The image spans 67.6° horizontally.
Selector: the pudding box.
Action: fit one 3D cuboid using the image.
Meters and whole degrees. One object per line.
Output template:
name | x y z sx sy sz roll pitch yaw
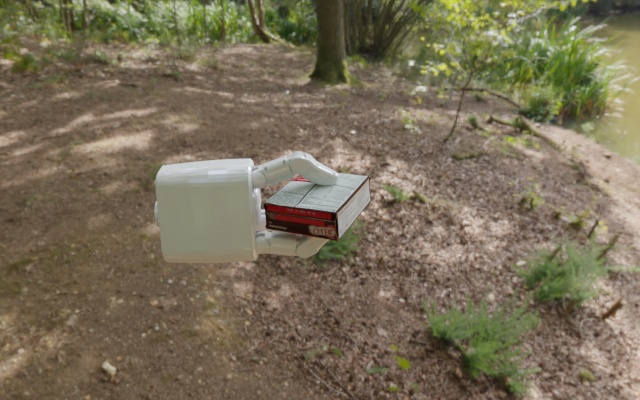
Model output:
pudding box | 0.000 0.002 0.556 0.090 0.039 0.113 9 29 23
